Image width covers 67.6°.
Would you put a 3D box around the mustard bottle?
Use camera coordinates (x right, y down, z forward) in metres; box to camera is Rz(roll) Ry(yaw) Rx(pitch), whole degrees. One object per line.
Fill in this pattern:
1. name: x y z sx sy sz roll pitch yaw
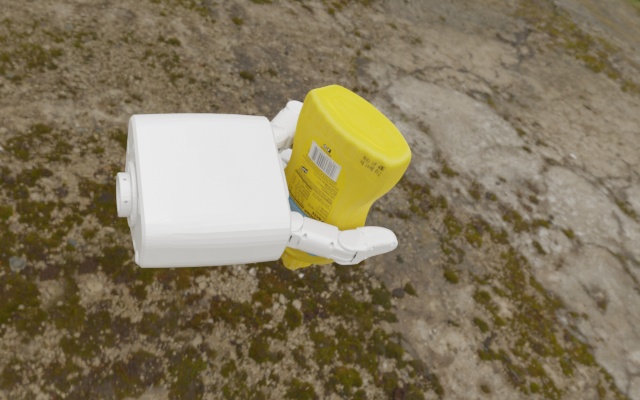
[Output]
1. mustard bottle: 0.000 0.001 0.427 0.058 0.096 0.192 -27 -26 -41
